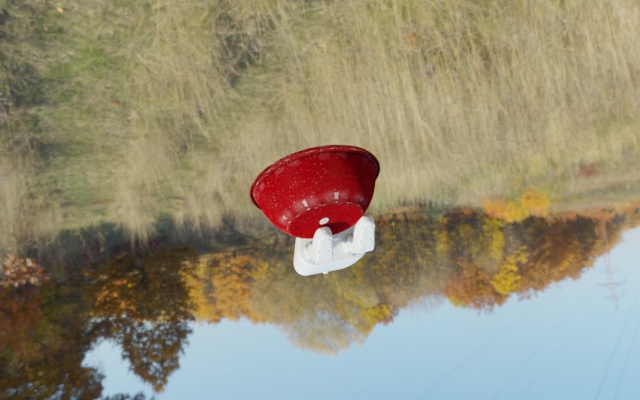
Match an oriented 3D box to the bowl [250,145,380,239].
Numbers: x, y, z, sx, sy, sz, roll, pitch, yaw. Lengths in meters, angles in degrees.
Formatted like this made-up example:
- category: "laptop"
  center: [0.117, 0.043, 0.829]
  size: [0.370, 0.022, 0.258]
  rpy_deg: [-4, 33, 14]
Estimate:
- category: "bowl"
  center: [0.000, 0.002, 0.568]
  size: [0.162, 0.055, 0.162]
  rpy_deg: [-12, -27, -6]
